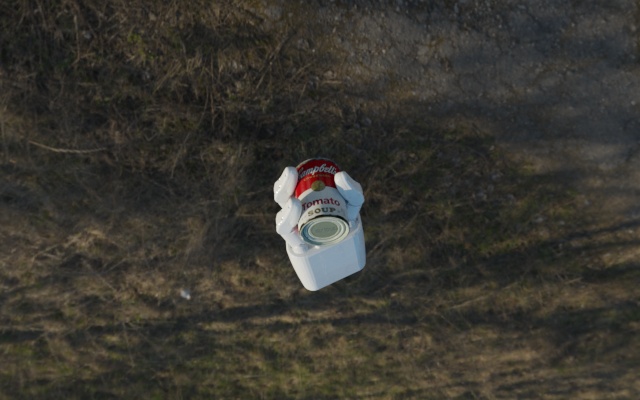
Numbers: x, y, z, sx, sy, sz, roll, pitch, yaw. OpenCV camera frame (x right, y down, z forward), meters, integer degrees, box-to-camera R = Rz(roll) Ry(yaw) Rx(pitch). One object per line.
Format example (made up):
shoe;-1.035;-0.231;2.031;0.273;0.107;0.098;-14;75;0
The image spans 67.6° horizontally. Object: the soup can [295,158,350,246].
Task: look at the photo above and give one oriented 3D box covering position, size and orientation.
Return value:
soup can;0.000;0.002;0.644;0.068;0.102;0.069;-5;-39;-4
